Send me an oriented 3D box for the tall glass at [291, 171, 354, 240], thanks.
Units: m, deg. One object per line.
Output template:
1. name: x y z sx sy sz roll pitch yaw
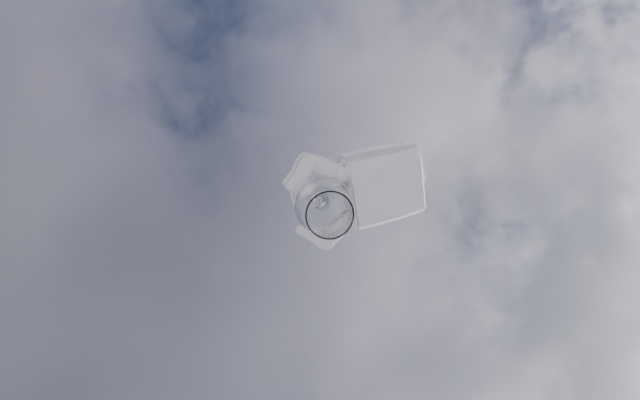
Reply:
1. tall glass: 0.000 0.002 0.686 0.079 0.079 0.201 0 10 -7
